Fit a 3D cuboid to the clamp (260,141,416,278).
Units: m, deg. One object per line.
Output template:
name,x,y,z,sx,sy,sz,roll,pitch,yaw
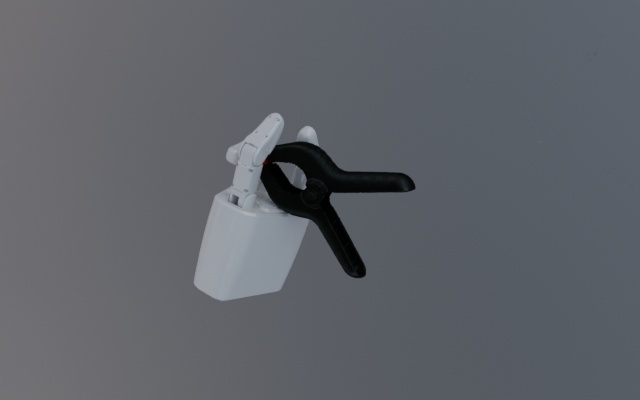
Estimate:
clamp,0.000,0.002,0.491,0.171,0.120,0.039,25,15,20
